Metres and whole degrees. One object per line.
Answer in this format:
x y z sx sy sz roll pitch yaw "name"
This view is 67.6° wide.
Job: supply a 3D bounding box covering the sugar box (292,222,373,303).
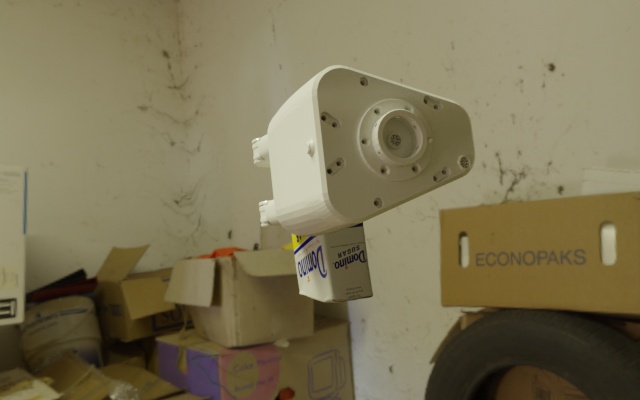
0.000 0.001 0.442 0.048 0.176 0.093 -4 -5 -20 "sugar box"
